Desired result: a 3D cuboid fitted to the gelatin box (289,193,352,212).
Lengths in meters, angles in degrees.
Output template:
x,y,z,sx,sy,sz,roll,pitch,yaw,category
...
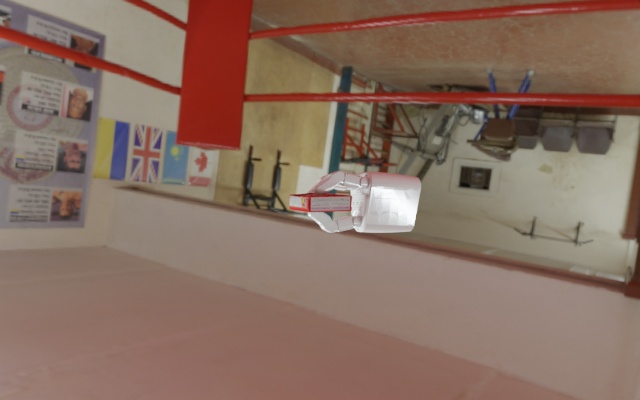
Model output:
x,y,z,sx,sy,sz,roll,pitch,yaw,category
0.000,0.003,0.842,0.089,0.030,0.073,-2,5,-31,gelatin box
